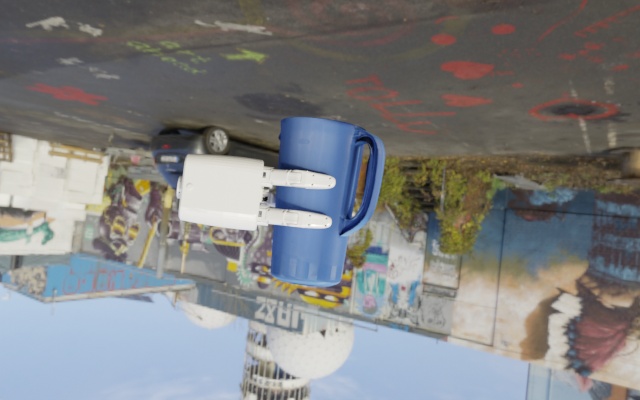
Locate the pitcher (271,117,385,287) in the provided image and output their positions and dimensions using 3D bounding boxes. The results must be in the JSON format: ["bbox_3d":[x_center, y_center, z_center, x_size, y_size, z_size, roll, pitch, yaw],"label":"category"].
[{"bbox_3d":[0.000,0.002,0.716,0.145,0.243,0.149,7,-1,-11],"label":"pitcher"}]
